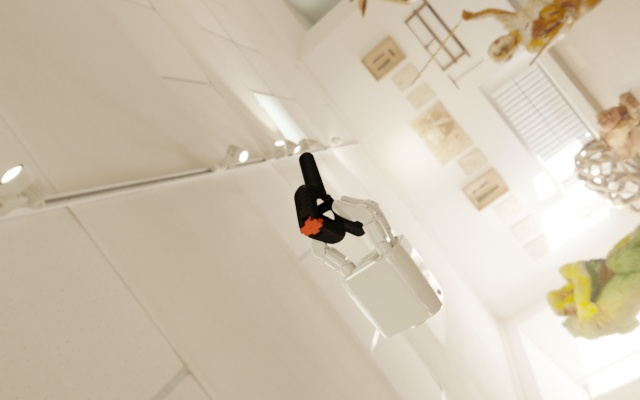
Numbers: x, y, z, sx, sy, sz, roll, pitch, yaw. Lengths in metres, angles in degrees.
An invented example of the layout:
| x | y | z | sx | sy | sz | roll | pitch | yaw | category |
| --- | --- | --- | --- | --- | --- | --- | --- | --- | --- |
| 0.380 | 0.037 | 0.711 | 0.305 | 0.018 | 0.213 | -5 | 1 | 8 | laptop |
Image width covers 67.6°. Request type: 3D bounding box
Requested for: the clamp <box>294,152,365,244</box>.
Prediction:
| x | y | z | sx | sy | sz | roll | pitch | yaw | category |
| --- | --- | --- | --- | --- | --- | --- | --- | --- | --- |
| -0.001 | 0.003 | 0.693 | 0.036 | 0.164 | 0.210 | -37 | -2 | 16 | clamp |
